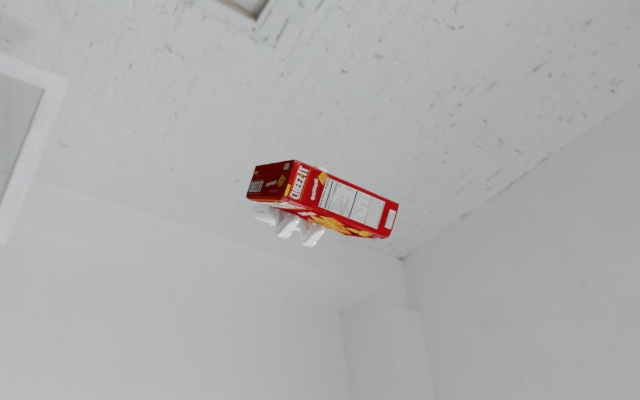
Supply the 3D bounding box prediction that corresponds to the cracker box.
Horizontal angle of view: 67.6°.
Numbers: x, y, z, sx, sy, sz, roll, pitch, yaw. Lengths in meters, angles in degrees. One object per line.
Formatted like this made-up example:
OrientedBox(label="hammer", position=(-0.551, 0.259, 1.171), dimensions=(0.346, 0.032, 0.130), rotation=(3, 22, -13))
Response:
OrientedBox(label="cracker box", position=(0.000, 0.003, 0.829), dimensions=(0.214, 0.072, 0.164), rotation=(21, -10, -27))
